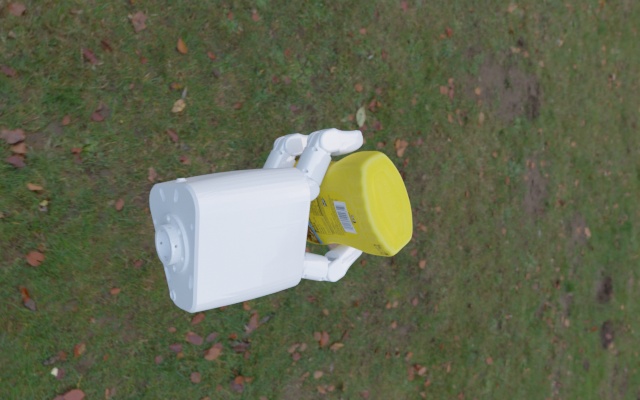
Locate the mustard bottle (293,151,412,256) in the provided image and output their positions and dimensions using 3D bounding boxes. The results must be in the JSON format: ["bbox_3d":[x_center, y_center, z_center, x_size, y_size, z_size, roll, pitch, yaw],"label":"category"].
[{"bbox_3d":[0.000,0.002,0.494,0.058,0.096,0.191,-37,24,-33],"label":"mustard bottle"}]
